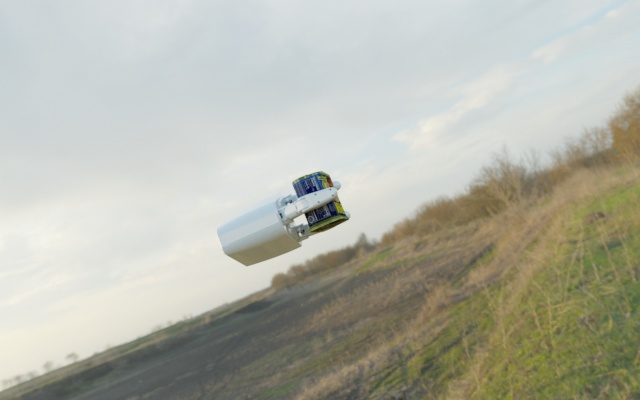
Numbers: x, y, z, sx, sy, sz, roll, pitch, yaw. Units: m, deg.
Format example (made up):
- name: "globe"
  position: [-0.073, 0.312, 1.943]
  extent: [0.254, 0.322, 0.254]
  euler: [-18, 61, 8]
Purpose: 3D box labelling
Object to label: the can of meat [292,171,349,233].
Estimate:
- name: "can of meat"
  position: [0.000, 0.002, 0.770]
  extent: [0.057, 0.084, 0.102]
  euler: [-24, -8, 10]
